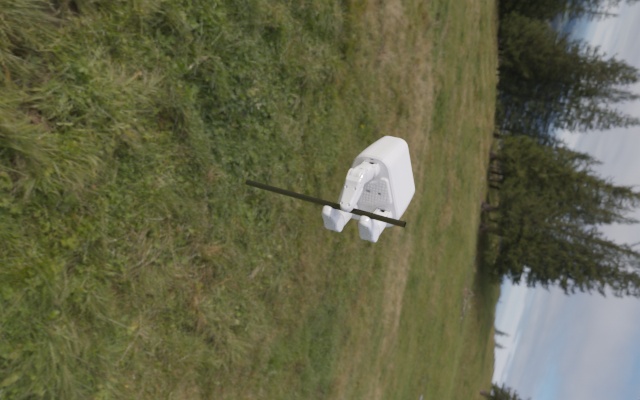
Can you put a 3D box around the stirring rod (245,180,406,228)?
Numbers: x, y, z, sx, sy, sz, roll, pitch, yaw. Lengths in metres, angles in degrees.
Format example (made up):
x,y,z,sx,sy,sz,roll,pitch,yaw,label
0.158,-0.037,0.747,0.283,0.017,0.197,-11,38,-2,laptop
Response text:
x,y,z,sx,sy,sz,roll,pitch,yaw,label
0.000,0.002,0.654,0.239,0.011,0.011,15,6,22,stirring rod
